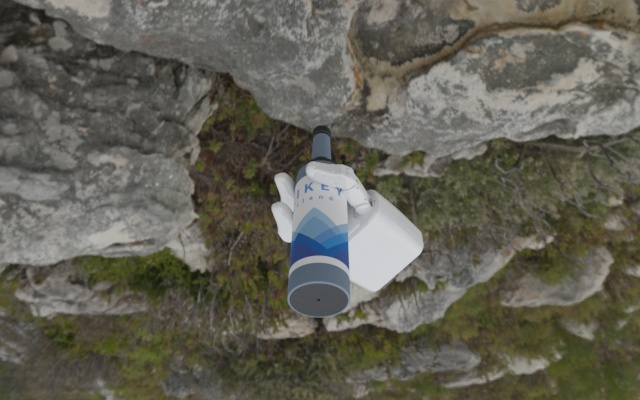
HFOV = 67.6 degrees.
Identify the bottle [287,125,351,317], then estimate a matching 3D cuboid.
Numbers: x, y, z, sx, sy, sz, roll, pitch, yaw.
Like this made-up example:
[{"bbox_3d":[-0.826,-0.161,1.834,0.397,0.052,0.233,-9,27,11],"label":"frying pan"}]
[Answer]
[{"bbox_3d":[0.000,0.002,0.604,0.069,0.069,0.295,0,44,1],"label":"bottle"}]
